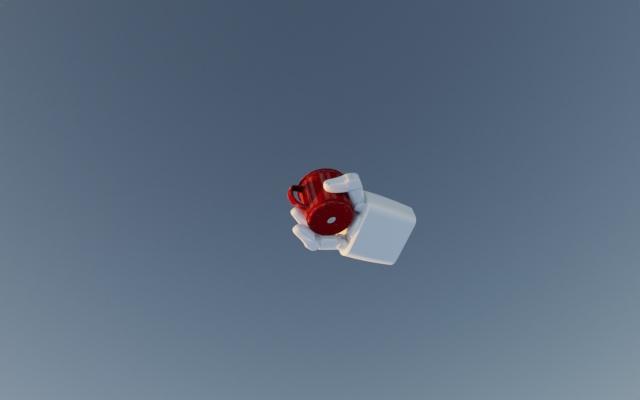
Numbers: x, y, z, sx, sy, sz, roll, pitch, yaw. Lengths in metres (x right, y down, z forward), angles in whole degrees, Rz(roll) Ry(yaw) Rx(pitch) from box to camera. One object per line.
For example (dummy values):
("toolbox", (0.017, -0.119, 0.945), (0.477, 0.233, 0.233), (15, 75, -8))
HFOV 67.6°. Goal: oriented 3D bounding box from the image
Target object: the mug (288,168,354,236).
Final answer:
("mug", (-0.001, 0.002, 0.813), (0.117, 0.093, 0.081), (15, 35, -24))
